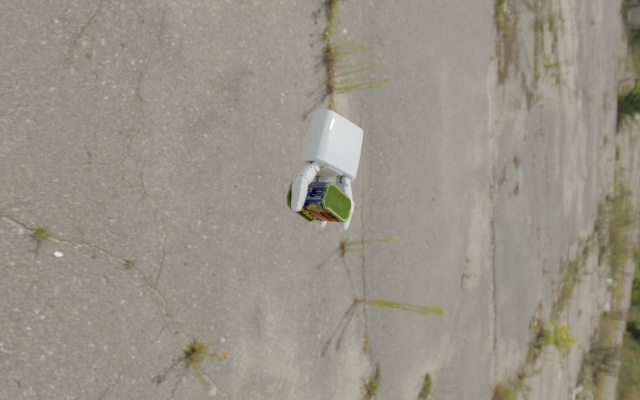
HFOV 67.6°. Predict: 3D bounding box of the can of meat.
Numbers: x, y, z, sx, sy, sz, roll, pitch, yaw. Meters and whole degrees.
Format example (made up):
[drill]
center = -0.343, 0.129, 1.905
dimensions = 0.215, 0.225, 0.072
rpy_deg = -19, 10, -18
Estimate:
[can of meat]
center = 0.000, 0.003, 0.899
dimensions = 0.084, 0.057, 0.102
rpy_deg = 2, -22, 34
